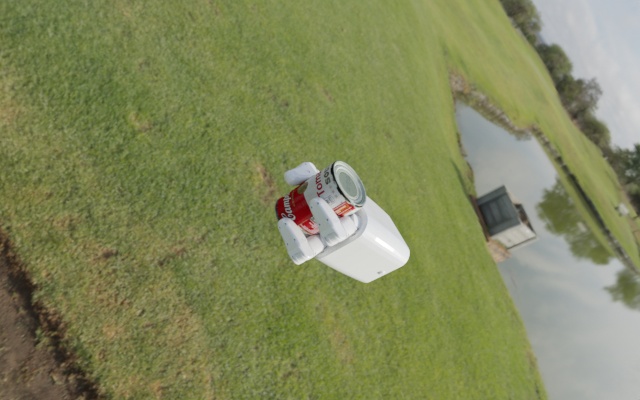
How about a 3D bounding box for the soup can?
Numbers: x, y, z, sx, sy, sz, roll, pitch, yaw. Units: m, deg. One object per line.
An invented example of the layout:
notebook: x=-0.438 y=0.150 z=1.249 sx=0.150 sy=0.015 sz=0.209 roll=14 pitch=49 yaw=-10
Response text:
soup can: x=0.000 y=0.002 z=0.619 sx=0.102 sy=0.068 sz=0.068 roll=-32 pitch=-17 yaw=29
